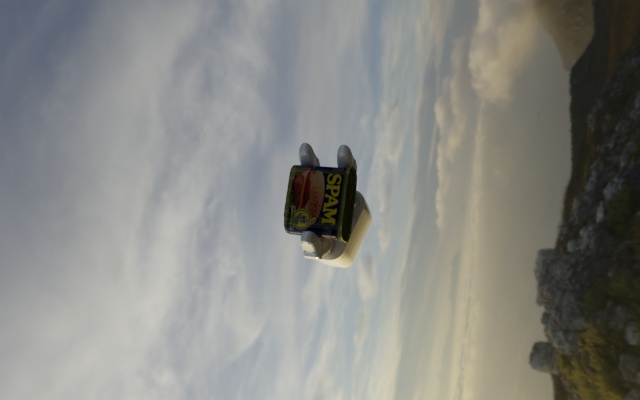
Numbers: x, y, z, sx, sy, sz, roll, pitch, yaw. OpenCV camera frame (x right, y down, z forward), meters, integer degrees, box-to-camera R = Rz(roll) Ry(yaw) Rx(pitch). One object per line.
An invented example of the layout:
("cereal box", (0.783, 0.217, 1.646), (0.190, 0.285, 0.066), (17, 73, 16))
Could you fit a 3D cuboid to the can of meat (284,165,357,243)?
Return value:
("can of meat", (0.000, 0.002, 0.654), (0.084, 0.102, 0.057), (5, -11, 17))
